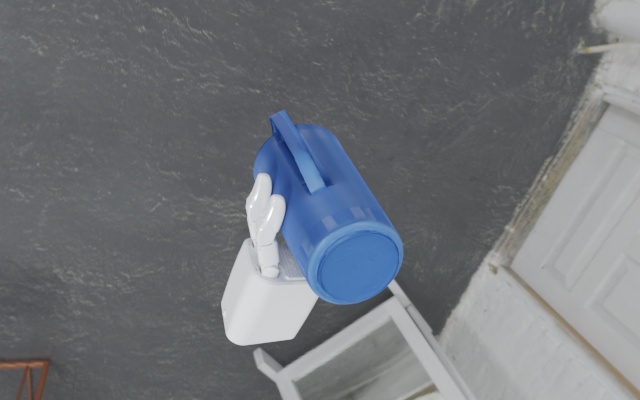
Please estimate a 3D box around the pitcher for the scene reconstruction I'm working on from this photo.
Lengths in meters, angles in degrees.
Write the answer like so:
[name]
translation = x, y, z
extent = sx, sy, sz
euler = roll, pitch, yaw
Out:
[pitcher]
translation = 0.000, 0.002, 0.580
extent = 0.149, 0.145, 0.242
euler = 16, 23, -27
